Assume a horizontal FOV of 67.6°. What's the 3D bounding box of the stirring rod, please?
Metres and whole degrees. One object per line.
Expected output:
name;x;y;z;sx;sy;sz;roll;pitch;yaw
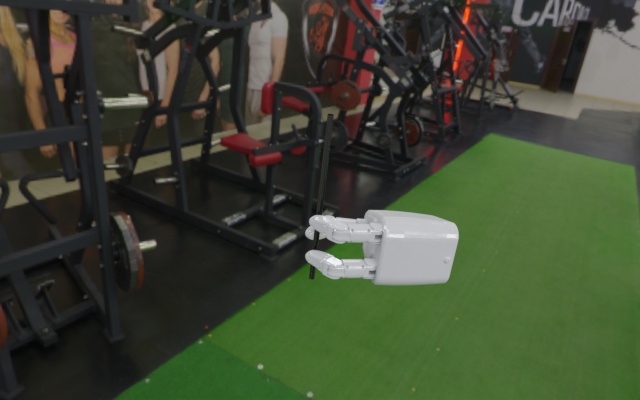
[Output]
stirring rod;0.000;0.002;0.647;0.011;0.240;0.011;6;22;-2
